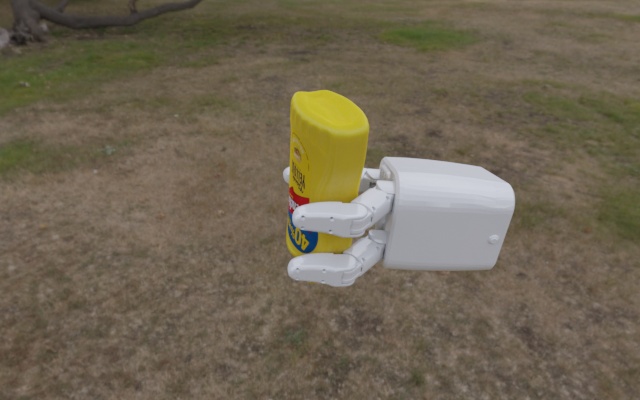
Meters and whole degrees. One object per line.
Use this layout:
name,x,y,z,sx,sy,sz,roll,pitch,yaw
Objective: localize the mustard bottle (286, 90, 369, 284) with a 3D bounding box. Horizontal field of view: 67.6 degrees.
mustard bottle,0.000,0.001,0.451,0.058,0.192,0.096,-10,36,-22
